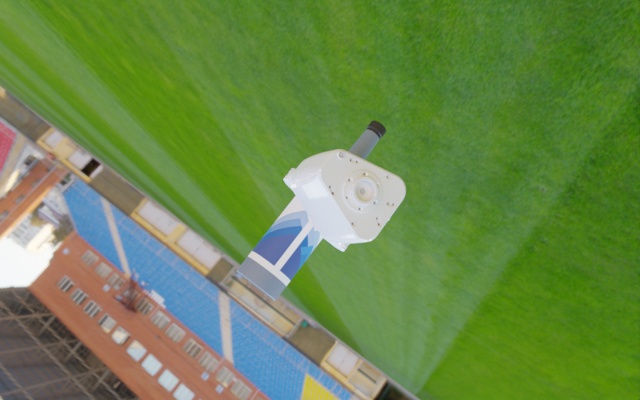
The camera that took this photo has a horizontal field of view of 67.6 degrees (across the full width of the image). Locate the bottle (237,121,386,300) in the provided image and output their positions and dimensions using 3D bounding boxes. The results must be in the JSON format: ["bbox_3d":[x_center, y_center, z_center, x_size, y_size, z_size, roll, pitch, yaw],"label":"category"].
[{"bbox_3d":[0.000,0.002,0.679,0.069,0.295,0.069,35,-14,10],"label":"bottle"}]
